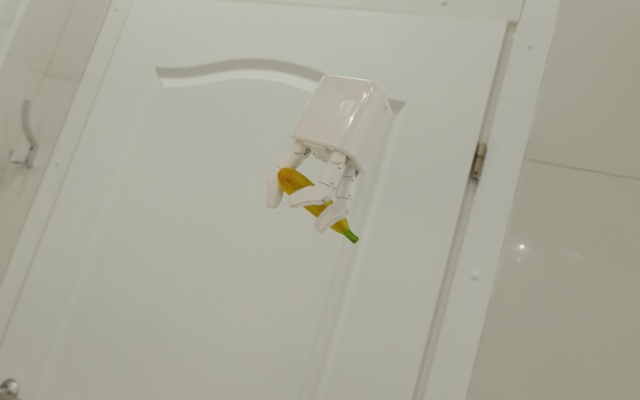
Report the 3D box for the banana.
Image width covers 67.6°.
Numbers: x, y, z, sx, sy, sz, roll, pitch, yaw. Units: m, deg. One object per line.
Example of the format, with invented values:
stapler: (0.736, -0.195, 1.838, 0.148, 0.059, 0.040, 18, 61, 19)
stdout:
banana: (-0.009, -0.002, 0.700, 0.069, 0.037, 0.198, 28, -9, 46)
